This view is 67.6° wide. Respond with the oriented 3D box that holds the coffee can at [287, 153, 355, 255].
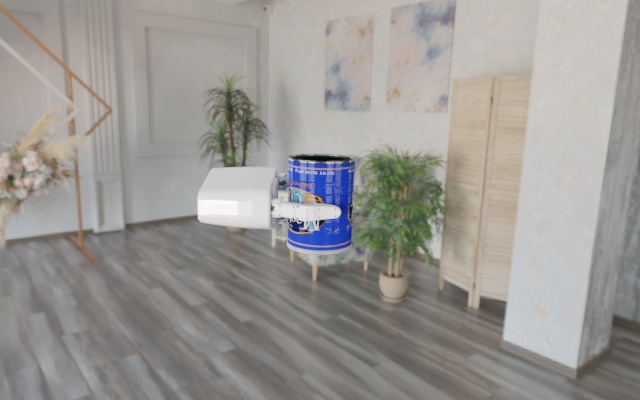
[{"bbox_3d":[0.000,0.003,0.739,0.103,0.140,0.102,1,12,0],"label":"coffee can"}]
